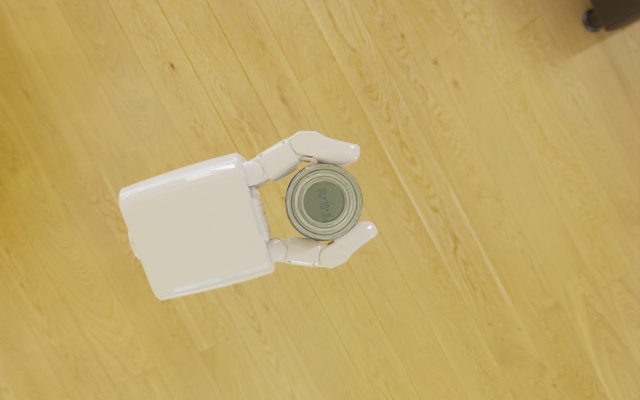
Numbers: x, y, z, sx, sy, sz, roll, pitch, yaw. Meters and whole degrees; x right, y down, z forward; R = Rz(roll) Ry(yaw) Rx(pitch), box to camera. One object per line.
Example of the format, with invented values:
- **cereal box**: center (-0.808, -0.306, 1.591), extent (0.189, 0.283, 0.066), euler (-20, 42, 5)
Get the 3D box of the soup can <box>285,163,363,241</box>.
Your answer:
- **soup can**: center (0.001, 0.001, 0.448), extent (0.068, 0.068, 0.102), euler (0, 0, -3)
